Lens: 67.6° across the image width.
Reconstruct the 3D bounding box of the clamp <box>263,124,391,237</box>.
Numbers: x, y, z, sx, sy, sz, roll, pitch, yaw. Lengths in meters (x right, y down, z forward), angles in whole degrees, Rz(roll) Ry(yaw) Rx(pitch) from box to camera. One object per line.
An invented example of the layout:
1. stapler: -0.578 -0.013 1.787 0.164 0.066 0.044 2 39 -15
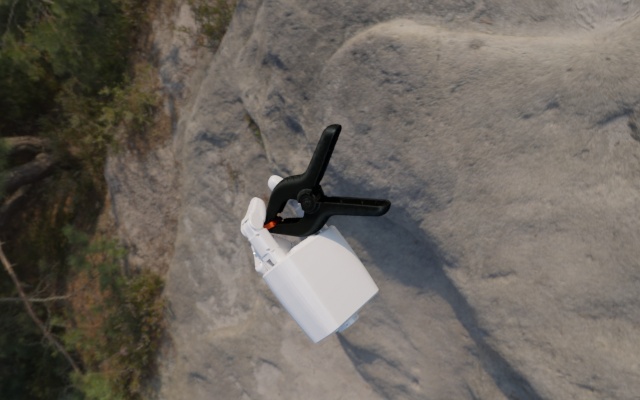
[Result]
1. clamp: 0.000 0.002 0.587 0.171 0.120 0.039 -42 -8 33
